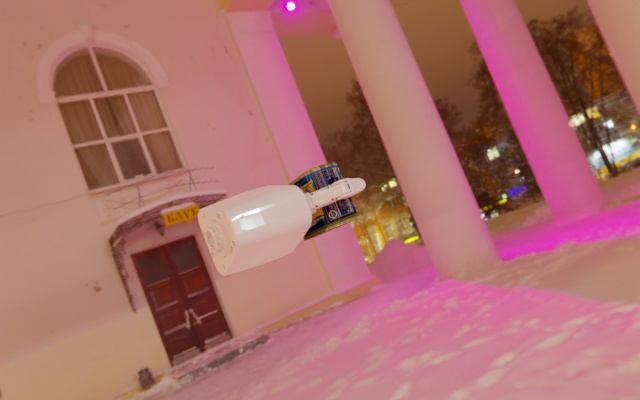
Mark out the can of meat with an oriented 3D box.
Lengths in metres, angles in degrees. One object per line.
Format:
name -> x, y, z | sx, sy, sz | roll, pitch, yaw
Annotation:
can of meat -> 0.000, 0.002, 0.666 | 0.057, 0.084, 0.102 | -20, -5, -30
